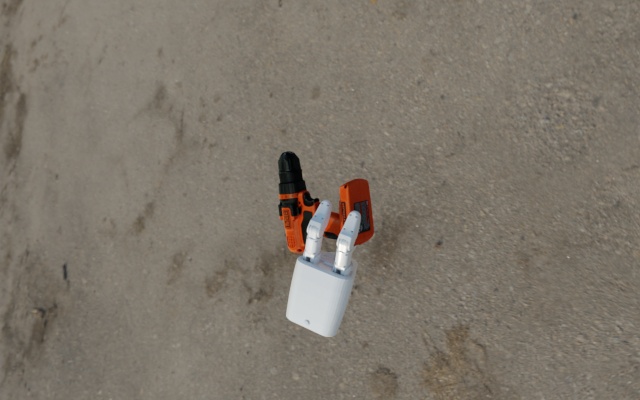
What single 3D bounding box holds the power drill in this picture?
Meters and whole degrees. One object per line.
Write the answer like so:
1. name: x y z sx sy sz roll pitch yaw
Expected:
1. power drill: 0.000 0.003 0.815 0.057 0.184 0.187 -16 11 -41
